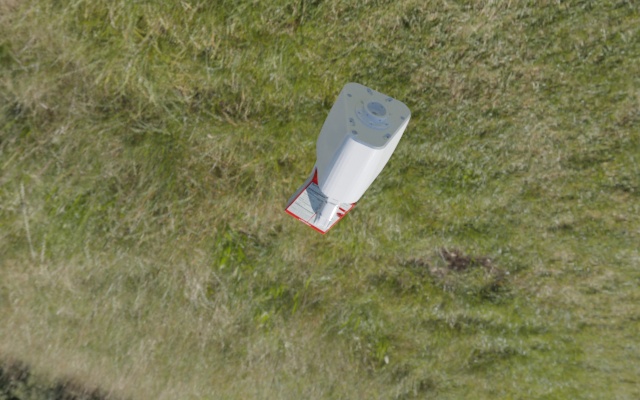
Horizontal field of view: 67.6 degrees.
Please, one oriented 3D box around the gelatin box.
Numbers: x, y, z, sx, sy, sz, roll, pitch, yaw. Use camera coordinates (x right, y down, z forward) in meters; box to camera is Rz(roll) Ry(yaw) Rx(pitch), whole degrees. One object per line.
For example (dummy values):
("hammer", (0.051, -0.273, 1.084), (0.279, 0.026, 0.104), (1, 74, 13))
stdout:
("gelatin box", (0.000, 0.003, 0.706), (0.073, 0.030, 0.089), (31, -46, -14))
